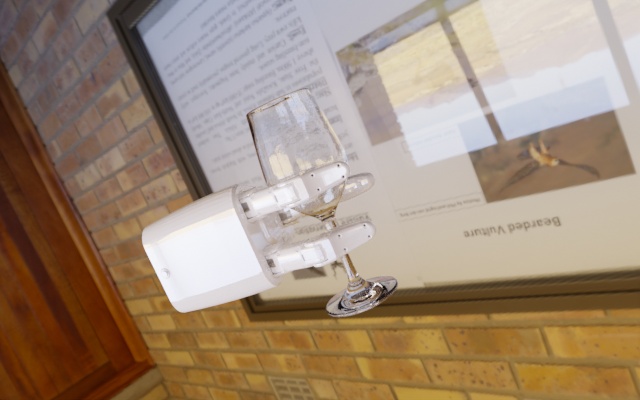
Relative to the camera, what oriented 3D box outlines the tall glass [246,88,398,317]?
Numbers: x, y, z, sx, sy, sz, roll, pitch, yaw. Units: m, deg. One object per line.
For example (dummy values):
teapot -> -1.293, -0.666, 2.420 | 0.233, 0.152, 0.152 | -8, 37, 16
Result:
tall glass -> 0.000, 0.002, 0.444 | 0.079, 0.201, 0.079 | -23, 8, 3
